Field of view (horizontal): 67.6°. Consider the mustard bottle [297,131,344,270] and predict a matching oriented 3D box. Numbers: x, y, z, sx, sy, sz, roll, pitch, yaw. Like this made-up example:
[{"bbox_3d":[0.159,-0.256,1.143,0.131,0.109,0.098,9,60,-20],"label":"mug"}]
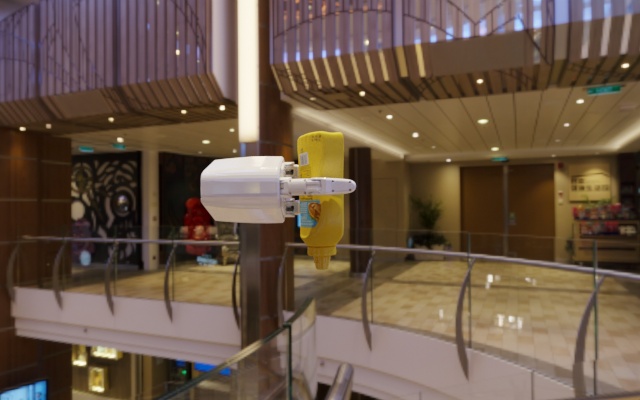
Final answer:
[{"bbox_3d":[0.000,0.002,0.682,0.058,0.191,0.096,0,-1,-25],"label":"mustard bottle"}]
